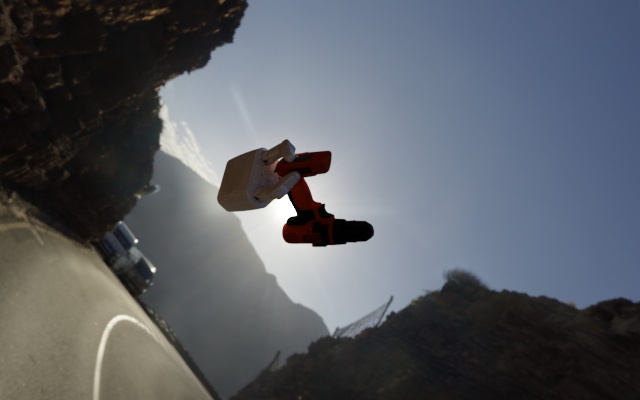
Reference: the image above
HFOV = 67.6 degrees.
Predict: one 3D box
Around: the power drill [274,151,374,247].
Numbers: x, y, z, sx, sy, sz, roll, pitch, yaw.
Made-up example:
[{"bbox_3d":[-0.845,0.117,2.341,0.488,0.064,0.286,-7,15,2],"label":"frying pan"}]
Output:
[{"bbox_3d":[0.000,0.003,0.898,0.184,0.188,0.057,-3,27,17],"label":"power drill"}]
